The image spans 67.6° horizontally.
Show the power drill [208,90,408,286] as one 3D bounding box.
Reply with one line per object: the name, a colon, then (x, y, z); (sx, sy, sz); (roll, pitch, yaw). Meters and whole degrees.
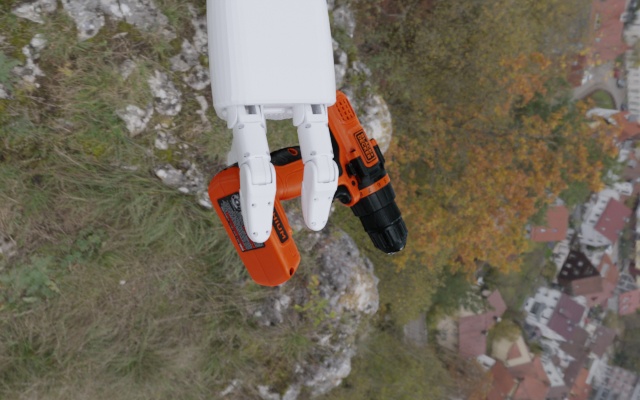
power drill: (0.000, 0.001, 0.455); (0.057, 0.184, 0.187); (-21, 10, 45)
